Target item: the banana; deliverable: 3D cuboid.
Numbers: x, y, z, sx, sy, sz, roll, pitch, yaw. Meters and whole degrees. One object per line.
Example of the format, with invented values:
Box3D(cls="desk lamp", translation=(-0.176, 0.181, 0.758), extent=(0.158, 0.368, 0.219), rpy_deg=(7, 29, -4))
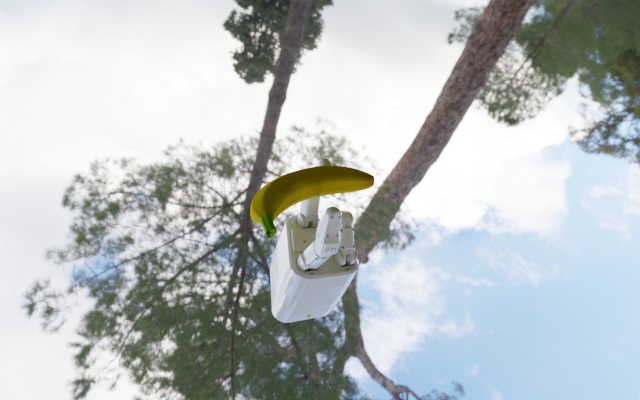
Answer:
Box3D(cls="banana", translation=(-0.015, -0.009, 0.553), extent=(0.069, 0.037, 0.197), rpy_deg=(41, 41, 20))
